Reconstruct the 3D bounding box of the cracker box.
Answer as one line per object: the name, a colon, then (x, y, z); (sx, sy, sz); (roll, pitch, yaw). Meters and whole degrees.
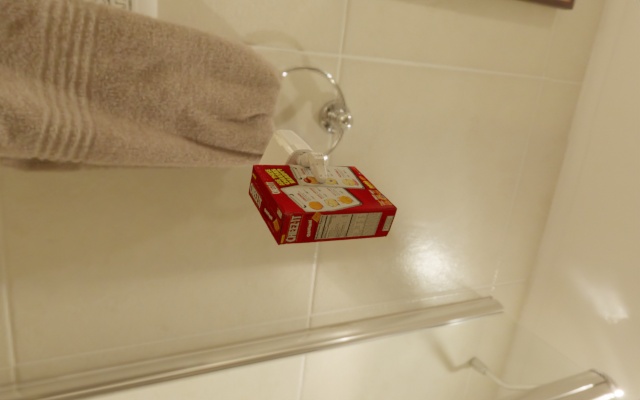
cracker box: (0.000, 0.003, 0.846); (0.214, 0.072, 0.164); (-2, 32, -27)
